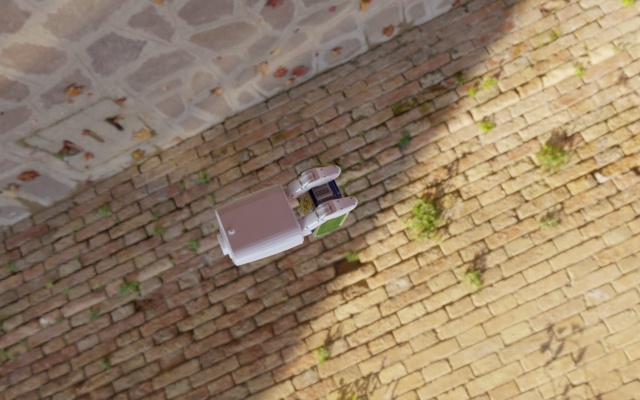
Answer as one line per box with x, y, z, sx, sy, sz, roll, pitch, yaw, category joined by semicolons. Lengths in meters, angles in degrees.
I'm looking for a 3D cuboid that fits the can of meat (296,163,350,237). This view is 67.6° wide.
0.000;0.003;0.763;0.057;0.084;0.102;-20;-17;-16;can of meat
